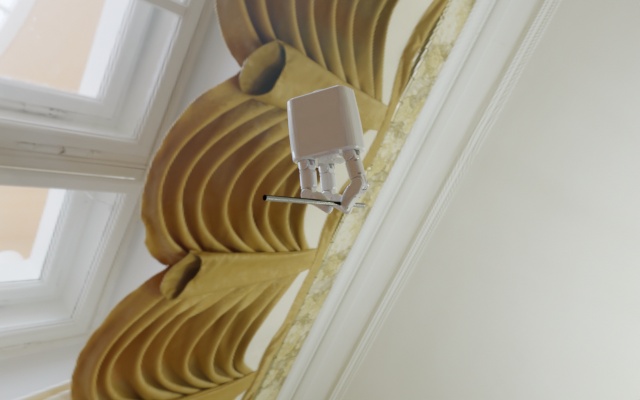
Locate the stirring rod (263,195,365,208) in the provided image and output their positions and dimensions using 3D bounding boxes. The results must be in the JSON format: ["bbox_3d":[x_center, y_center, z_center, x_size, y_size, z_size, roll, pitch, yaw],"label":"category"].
[{"bbox_3d":[0.000,0.002,0.718,0.011,0.011,0.239,0,-3,37],"label":"stirring rod"}]
